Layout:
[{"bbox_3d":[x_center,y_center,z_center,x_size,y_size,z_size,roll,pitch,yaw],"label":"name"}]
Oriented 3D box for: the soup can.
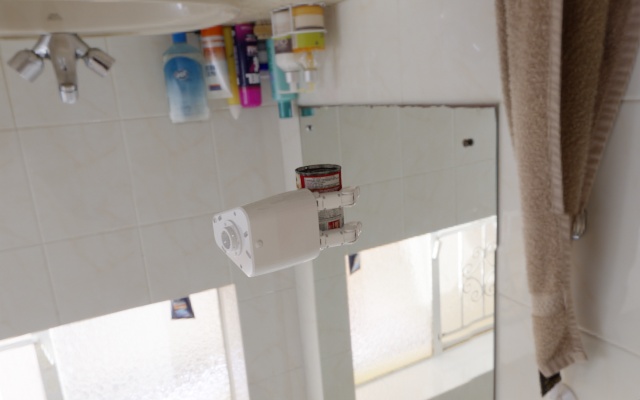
[{"bbox_3d":[0.000,0.002,0.702,0.068,0.102,0.068,-4,14,1],"label":"soup can"}]
